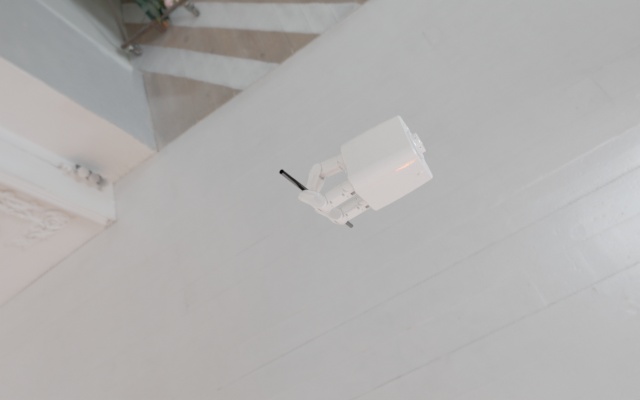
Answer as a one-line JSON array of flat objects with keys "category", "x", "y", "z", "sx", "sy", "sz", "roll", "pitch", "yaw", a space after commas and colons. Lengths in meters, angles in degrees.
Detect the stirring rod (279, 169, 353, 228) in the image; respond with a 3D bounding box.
[{"category": "stirring rod", "x": 0.000, "y": 0.003, "z": 0.800, "sx": 0.011, "sy": 0.011, "sz": 0.240, "roll": 0, "pitch": -22, "yaw": 31}]
